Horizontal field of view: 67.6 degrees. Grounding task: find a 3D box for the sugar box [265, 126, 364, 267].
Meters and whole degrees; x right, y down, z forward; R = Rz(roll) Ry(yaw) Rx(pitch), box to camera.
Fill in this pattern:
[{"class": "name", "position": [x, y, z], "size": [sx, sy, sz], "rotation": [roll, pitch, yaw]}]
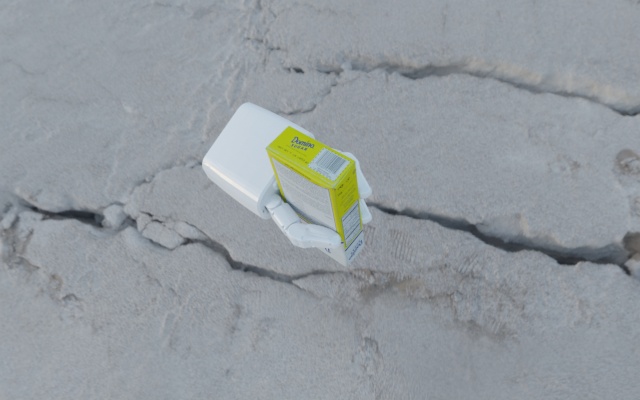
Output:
[{"class": "sugar box", "position": [0.000, 0.001, 0.555], "size": [0.093, 0.048, 0.176], "rotation": [32, -21, 25]}]
